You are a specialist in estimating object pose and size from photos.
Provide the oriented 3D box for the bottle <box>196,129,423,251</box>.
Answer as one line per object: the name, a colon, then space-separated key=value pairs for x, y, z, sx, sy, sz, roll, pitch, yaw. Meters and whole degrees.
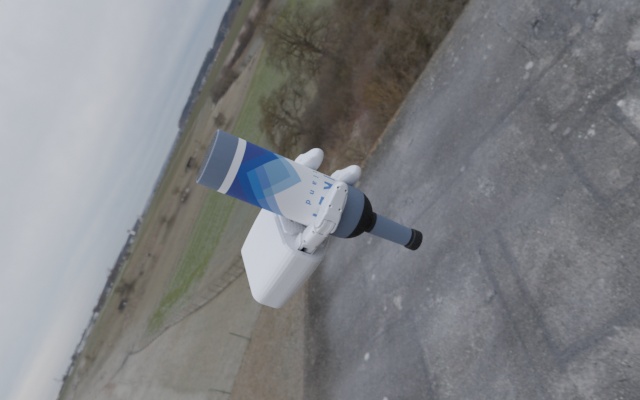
bottle: x=0.000 y=0.002 z=0.590 sx=0.296 sy=0.069 sz=0.069 roll=22 pitch=-8 yaw=-19
